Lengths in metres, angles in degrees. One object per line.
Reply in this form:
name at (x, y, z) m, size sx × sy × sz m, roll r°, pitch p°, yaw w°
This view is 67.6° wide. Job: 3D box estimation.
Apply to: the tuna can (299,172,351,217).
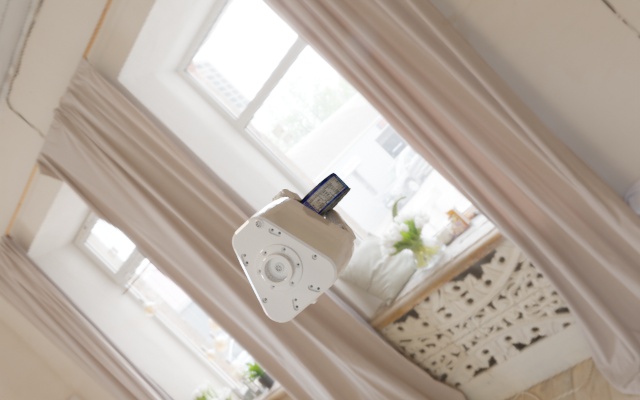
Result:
tuna can at (0.000, 0.002, 0.647) m, size 0.086 × 0.034 × 0.086 m, roll -44°, pitch -5°, yaw -4°
